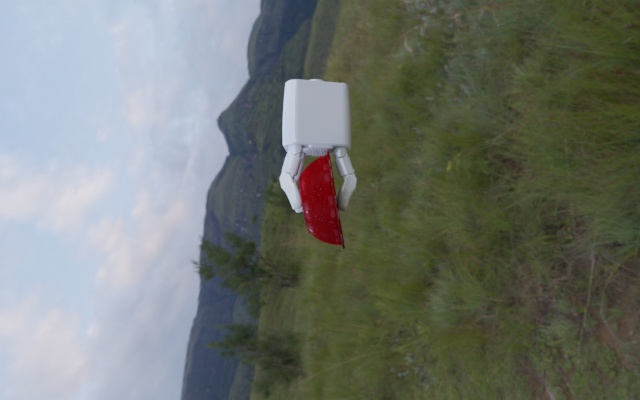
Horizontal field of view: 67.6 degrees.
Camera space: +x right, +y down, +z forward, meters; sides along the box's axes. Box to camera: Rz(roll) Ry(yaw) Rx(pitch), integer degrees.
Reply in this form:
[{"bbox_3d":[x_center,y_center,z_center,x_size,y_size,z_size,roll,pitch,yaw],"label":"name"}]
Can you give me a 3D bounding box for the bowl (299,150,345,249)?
[{"bbox_3d":[0.000,0.004,0.767,0.055,0.162,0.162,-10,0,2],"label":"bowl"}]
